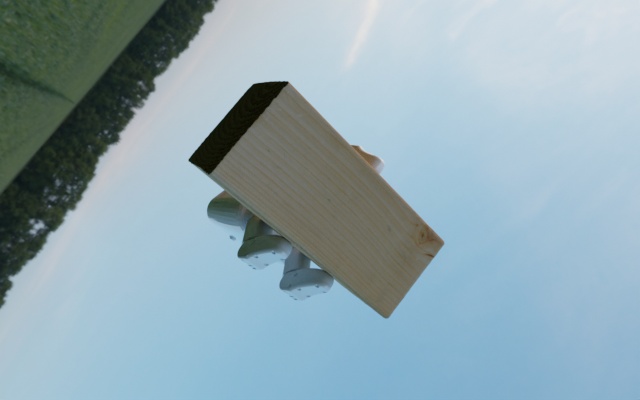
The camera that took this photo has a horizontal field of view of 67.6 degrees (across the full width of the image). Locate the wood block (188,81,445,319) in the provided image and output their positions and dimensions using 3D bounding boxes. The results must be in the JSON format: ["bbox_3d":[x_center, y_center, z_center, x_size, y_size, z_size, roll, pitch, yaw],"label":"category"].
[{"bbox_3d":[0.000,0.001,0.420,0.206,0.091,0.090,42,-8,-27],"label":"wood block"}]
